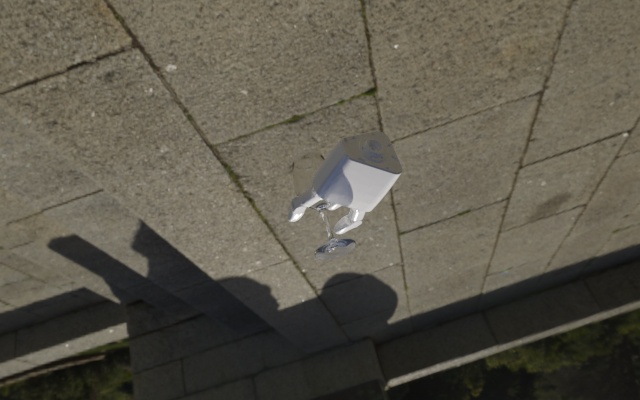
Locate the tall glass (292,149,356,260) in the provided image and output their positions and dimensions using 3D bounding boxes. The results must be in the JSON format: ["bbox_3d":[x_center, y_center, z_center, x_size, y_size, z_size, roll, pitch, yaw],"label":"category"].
[{"bbox_3d":[0.000,0.004,0.869,0.079,0.201,0.079,-13,-30,-8],"label":"tall glass"}]
